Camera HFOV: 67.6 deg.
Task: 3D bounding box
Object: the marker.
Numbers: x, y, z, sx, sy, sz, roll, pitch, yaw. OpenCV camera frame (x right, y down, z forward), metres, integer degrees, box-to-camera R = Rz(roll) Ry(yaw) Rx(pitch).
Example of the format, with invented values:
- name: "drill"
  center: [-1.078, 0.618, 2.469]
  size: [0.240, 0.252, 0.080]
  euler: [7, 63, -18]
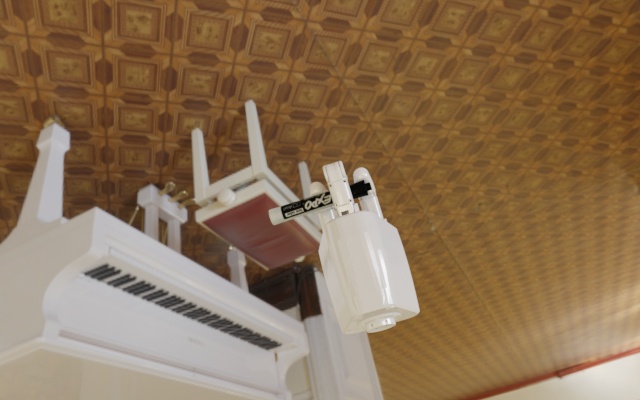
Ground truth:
- name: "marker"
  center: [0.000, 0.002, 0.548]
  size: [0.121, 0.020, 0.020]
  euler: [-18, -2, 6]
